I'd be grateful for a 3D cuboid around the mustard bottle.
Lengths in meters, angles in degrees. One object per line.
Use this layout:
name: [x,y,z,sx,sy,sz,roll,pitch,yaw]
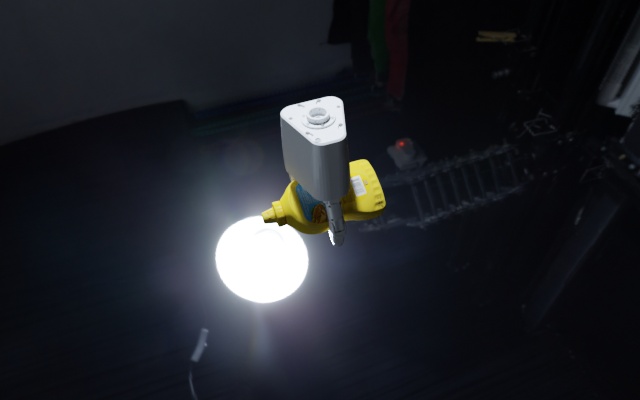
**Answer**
mustard bottle: [0.000,0.003,0.763,0.191,0.096,0.058,-16,-19,-11]
